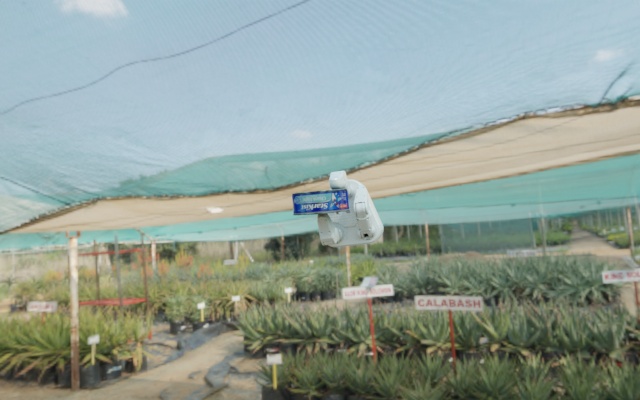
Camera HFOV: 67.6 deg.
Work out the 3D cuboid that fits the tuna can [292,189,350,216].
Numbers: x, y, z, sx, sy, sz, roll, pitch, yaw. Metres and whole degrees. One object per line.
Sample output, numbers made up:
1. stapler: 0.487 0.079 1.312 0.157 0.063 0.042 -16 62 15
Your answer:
1. tuna can: 0.000 0.002 0.719 0.086 0.034 0.086 -5 0 0
